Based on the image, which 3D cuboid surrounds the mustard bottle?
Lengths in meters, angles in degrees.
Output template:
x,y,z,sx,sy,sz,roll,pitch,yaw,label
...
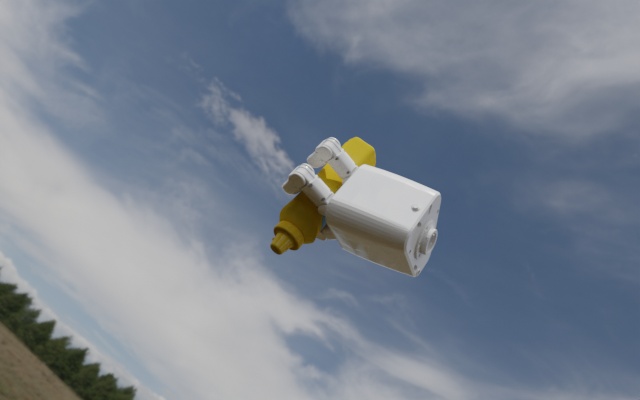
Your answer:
x,y,z,sx,sy,sz,roll,pitch,yaw,label
0.000,0.002,0.638,0.058,0.191,0.096,37,-33,9,mustard bottle
